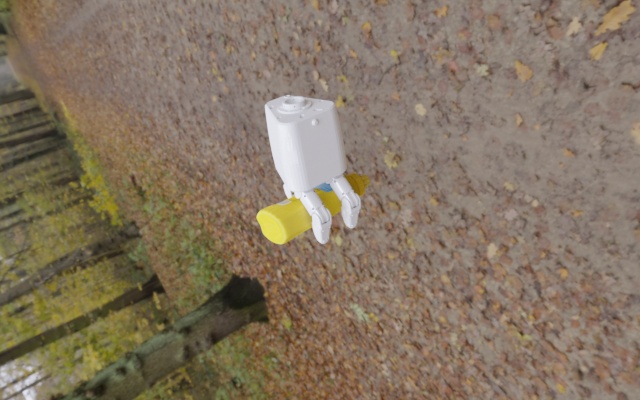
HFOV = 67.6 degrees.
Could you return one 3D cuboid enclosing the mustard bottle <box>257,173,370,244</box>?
[{"bbox_3d":[0.000,0.003,0.757,0.191,0.058,0.096,-27,12,-25],"label":"mustard bottle"}]
